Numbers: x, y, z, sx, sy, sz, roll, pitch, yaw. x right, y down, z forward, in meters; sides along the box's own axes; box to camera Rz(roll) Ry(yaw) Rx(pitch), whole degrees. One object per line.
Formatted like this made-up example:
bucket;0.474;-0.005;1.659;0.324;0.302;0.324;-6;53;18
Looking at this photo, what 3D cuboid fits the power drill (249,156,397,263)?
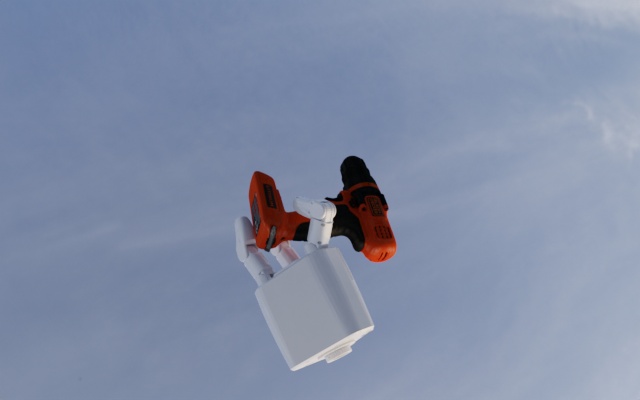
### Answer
power drill;0.000;0.002;0.653;0.187;0.184;0.057;1;-44;-18
